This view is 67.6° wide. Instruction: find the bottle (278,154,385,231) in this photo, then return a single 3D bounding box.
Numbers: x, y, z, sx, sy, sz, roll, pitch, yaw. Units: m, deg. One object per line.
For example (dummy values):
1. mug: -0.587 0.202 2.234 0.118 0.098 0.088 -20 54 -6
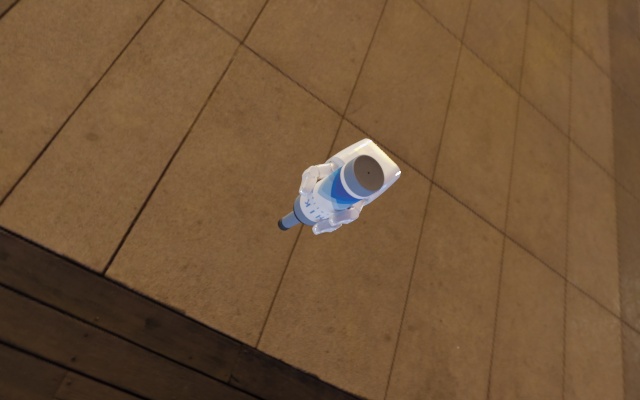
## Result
1. bottle: 0.000 0.003 0.887 0.069 0.069 0.296 0 -19 -34
